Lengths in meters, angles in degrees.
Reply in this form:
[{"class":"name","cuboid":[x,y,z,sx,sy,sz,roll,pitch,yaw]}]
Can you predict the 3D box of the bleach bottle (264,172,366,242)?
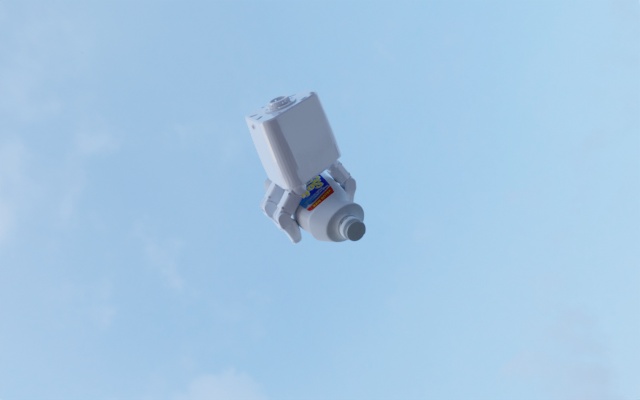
[{"class":"bleach bottle","cuboid":[0.000,0.002,0.731,0.102,0.068,0.250,-30,27,-16]}]
